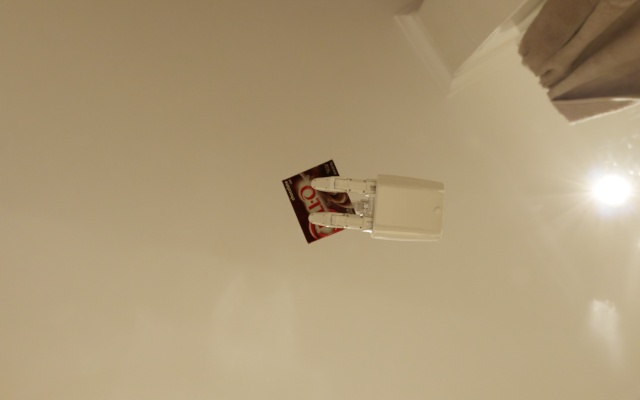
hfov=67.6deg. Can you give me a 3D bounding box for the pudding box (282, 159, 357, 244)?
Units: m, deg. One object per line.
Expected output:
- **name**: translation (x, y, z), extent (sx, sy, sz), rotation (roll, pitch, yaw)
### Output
- **pudding box**: translation (0.000, 0.003, 0.773), extent (0.090, 0.113, 0.039), rotation (-23, -4, 0)
